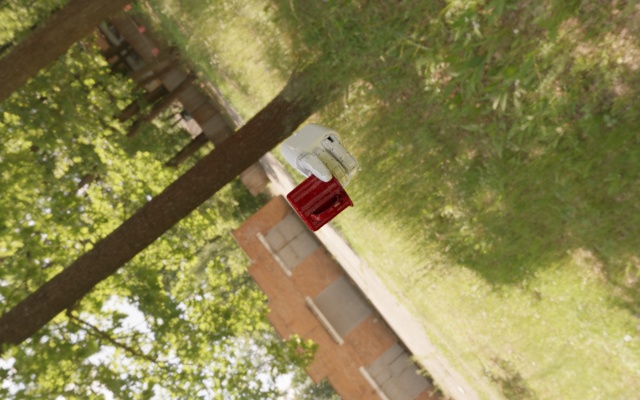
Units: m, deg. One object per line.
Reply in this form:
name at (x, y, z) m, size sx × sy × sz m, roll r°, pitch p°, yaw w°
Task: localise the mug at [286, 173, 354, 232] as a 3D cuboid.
mug at (0.000, 0.003, 0.796) m, size 0.081 × 0.093 × 0.117 m, roll -38°, pitch 27°, yaw -5°
